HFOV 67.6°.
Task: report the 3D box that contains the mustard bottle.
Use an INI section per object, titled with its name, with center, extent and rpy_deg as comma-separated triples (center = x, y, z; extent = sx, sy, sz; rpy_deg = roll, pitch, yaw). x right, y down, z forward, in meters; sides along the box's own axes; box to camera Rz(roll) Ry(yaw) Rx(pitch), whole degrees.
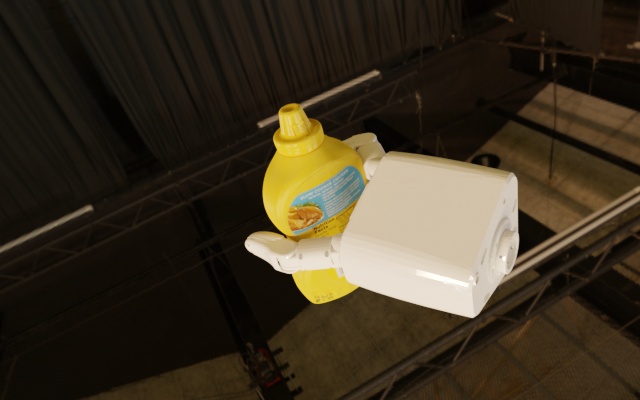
[mustard bottle]
center = 0.000, 0.002, 0.432
extent = 0.096, 0.192, 0.058
rpy_deg = -31, 38, -16
